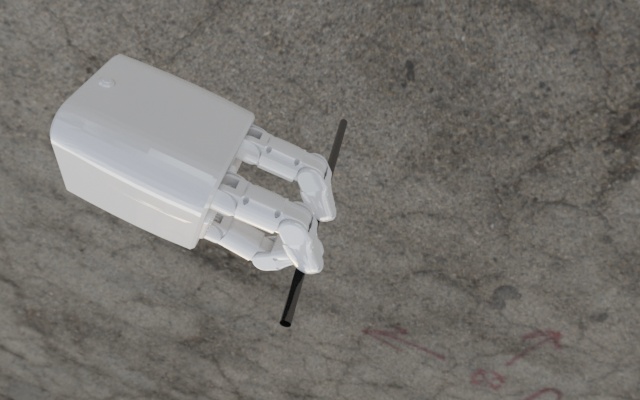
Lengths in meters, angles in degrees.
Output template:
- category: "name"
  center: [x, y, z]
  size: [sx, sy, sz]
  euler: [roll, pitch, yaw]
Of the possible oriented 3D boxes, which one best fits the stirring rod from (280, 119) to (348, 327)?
- category: "stirring rod"
  center: [0.000, 0.001, 0.406]
  size: [0.011, 0.011, 0.239]
  euler: [0, 43, 16]
